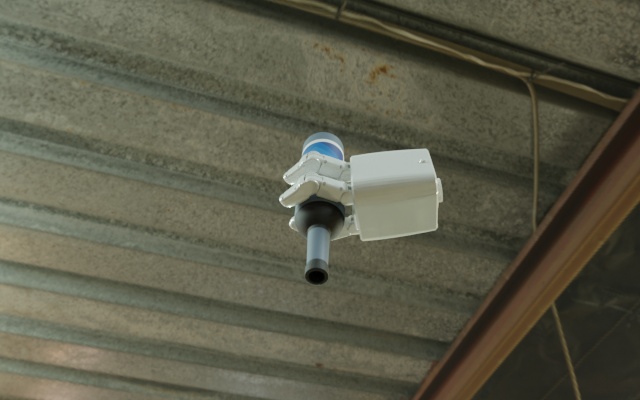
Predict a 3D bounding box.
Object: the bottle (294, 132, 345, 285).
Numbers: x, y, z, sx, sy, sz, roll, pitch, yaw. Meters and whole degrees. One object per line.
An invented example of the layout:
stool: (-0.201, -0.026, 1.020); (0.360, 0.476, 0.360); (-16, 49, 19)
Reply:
bottle: (0.000, 0.002, 0.656); (0.069, 0.069, 0.295); (0, 35, 2)
